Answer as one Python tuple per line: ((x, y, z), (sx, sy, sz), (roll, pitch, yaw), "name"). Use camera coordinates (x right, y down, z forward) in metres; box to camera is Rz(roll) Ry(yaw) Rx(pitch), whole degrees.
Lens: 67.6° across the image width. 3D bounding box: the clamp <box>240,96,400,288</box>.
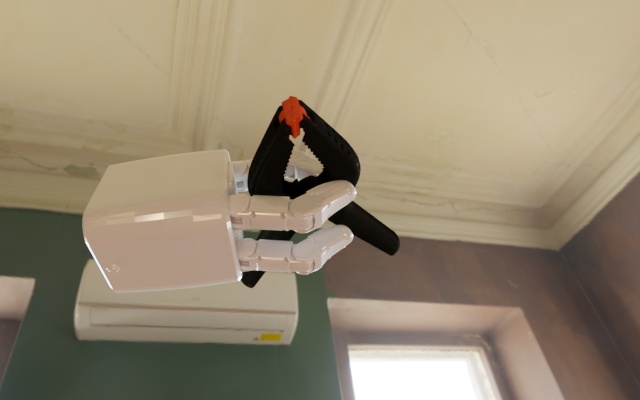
((0.000, 0.000, 0.424), (0.164, 0.036, 0.210), (-9, -43, -9), "clamp")
